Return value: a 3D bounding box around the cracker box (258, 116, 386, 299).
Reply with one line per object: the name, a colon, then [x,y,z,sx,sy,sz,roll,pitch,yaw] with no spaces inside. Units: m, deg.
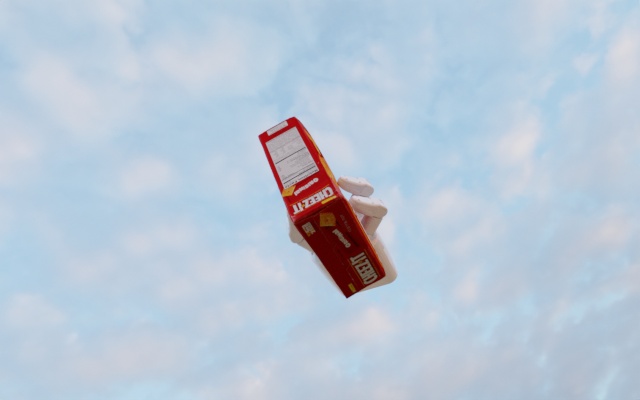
cracker box: [0.000,0.002,0.660,0.072,0.164,0.213,-30,40,2]
